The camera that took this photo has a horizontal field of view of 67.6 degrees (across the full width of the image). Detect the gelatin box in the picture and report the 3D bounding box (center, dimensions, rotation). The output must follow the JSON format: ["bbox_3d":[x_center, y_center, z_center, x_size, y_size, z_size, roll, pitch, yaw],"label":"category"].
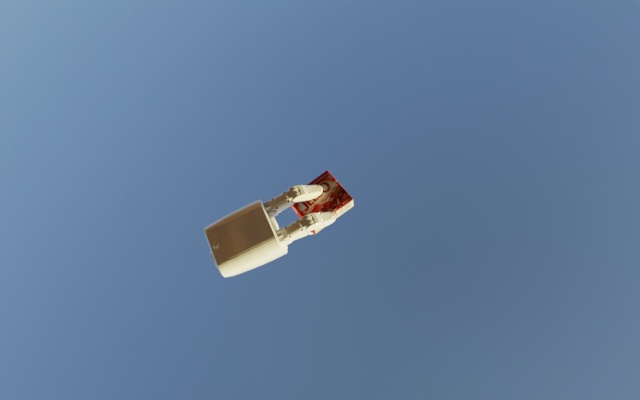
[{"bbox_3d":[0.000,0.003,0.812,0.089,0.073,0.030,-36,-23,-12],"label":"gelatin box"}]
